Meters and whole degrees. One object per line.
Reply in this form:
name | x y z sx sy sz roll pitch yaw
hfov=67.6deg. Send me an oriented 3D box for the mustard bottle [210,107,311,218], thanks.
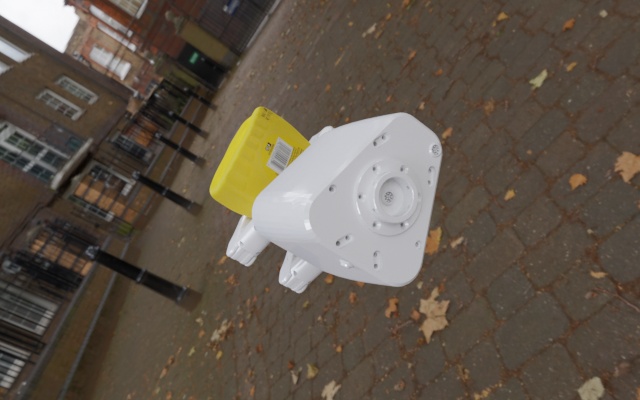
mustard bottle | 0.000 0.001 0.447 0.192 0.096 0.058 32 -37 -20
